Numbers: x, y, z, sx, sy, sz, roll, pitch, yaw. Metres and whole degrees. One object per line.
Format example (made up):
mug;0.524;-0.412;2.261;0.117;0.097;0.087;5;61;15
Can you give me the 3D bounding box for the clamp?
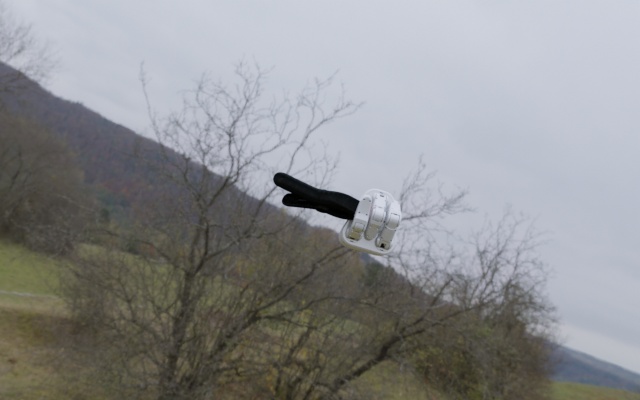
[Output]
clamp;0.000;0.002;0.829;0.171;0.039;0.120;21;-12;1
